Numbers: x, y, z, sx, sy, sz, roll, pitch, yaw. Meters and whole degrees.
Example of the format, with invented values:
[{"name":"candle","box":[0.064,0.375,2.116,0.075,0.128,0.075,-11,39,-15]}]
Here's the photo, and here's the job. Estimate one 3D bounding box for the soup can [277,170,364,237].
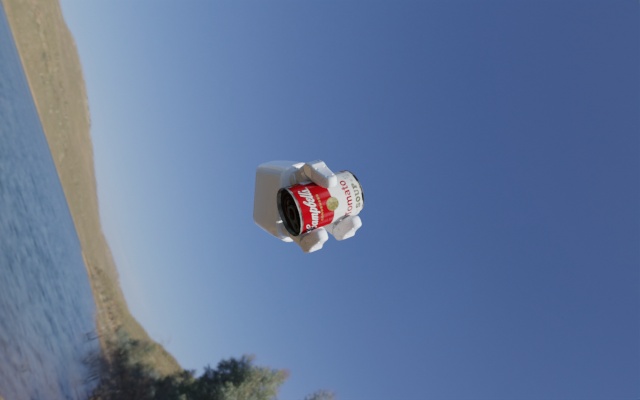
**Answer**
[{"name":"soup can","box":[0.001,0.002,0.658,0.102,0.068,0.068,-18,8,-27]}]
